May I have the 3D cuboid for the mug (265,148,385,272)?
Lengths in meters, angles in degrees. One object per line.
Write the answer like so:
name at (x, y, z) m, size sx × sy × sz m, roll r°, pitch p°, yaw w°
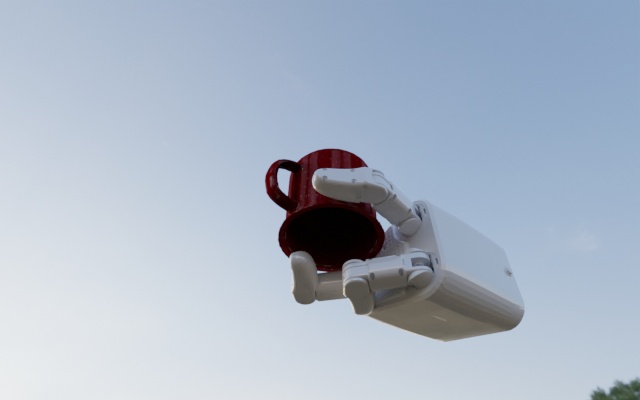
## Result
mug at (-0.001, 0.001, 0.437) m, size 0.117 × 0.081 × 0.093 m, roll 27°, pitch -50°, yaw -24°
